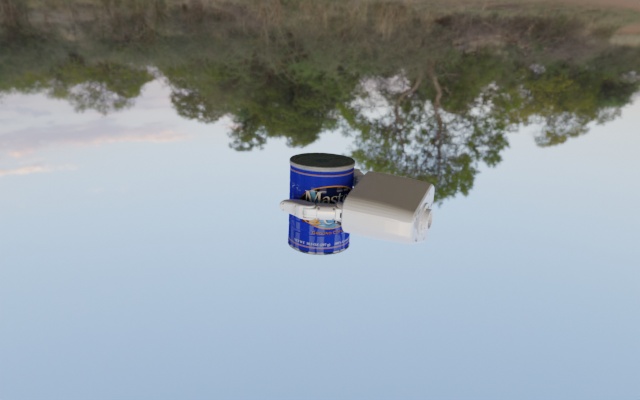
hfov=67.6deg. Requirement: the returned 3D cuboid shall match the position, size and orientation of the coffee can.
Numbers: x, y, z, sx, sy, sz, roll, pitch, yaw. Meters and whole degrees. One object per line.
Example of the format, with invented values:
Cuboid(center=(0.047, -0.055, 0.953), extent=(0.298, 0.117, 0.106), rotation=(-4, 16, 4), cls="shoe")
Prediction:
Cuboid(center=(0.000, 0.002, 0.763), extent=(0.103, 0.140, 0.102), rotation=(2, 18, -1), cls="coffee can")
